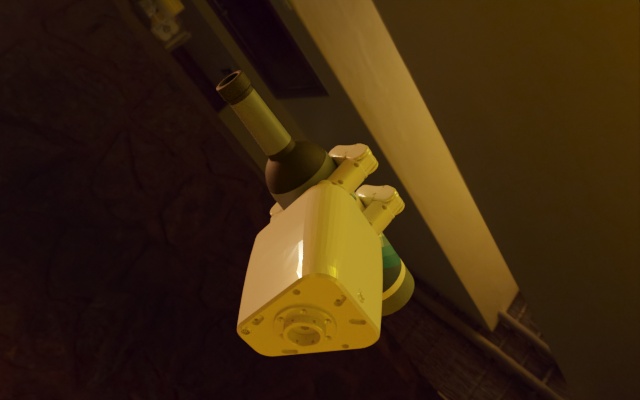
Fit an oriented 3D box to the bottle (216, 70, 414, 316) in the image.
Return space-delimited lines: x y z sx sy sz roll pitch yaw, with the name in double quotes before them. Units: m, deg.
"bottle" 0.000 0.002 0.471 0.069 0.069 0.296 0 -44 46
